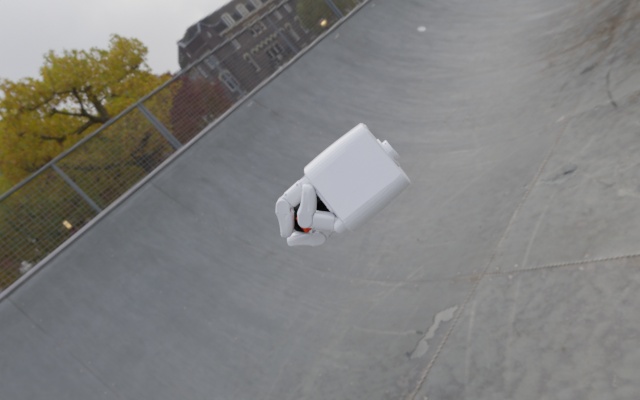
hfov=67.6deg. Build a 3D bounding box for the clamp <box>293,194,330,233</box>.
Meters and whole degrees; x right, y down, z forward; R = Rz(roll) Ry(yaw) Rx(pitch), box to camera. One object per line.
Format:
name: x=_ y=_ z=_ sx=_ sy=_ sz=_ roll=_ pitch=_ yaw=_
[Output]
clamp: x=0.000 y=0.002 z=0.761 sx=0.120 sy=0.039 sz=0.171 roll=-40 pitch=10 yaw=11
